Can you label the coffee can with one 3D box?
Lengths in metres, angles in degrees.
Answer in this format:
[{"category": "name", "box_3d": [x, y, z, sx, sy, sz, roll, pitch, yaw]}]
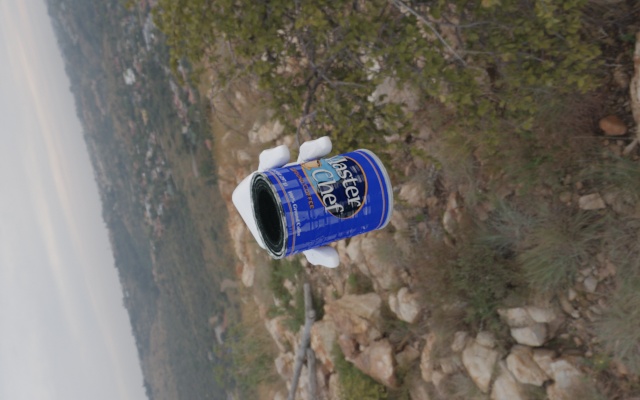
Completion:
[{"category": "coffee can", "box_3d": [0.000, 0.002, 0.567, 0.140, 0.103, 0.103, -15, 6, -25]}]
